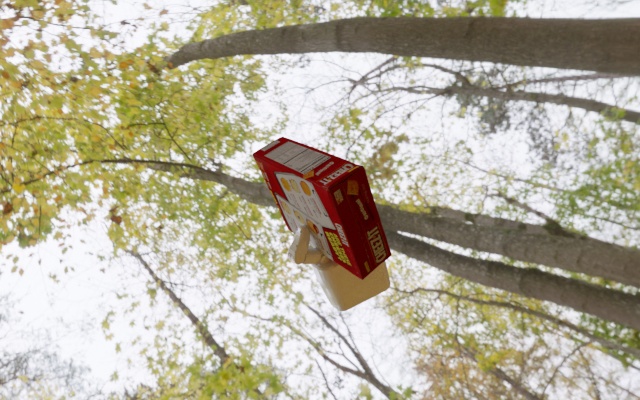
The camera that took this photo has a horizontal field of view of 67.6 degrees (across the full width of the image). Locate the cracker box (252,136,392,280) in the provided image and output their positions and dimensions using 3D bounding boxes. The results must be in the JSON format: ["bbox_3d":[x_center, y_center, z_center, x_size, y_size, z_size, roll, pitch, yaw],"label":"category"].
[{"bbox_3d":[0.000,0.002,0.729,0.072,0.164,0.213,-36,34,-21],"label":"cracker box"}]
